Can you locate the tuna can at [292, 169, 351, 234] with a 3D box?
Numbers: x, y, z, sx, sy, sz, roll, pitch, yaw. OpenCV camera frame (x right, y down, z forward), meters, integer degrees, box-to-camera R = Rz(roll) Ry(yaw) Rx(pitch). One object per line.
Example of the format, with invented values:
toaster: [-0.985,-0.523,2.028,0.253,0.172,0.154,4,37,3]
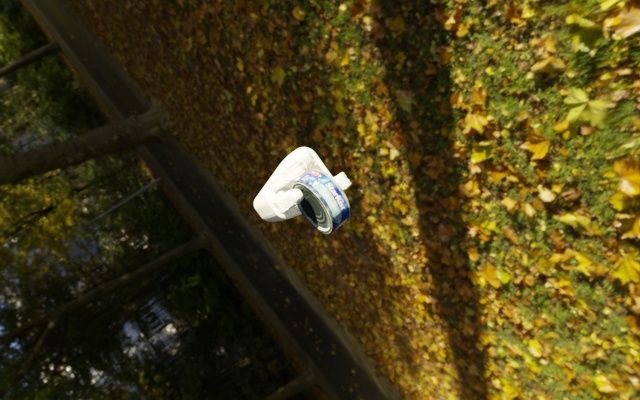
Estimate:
tuna can: [0.000,0.002,0.645,0.033,0.086,0.086,-36,16,-24]
